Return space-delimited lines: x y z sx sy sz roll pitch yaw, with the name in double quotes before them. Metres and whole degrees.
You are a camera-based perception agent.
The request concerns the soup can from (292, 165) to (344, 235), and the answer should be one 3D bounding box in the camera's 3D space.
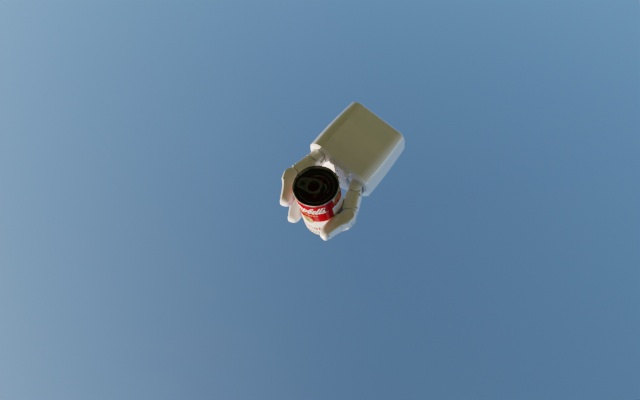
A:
"soup can" 0.000 0.003 0.719 0.068 0.068 0.102 0 -28 9
